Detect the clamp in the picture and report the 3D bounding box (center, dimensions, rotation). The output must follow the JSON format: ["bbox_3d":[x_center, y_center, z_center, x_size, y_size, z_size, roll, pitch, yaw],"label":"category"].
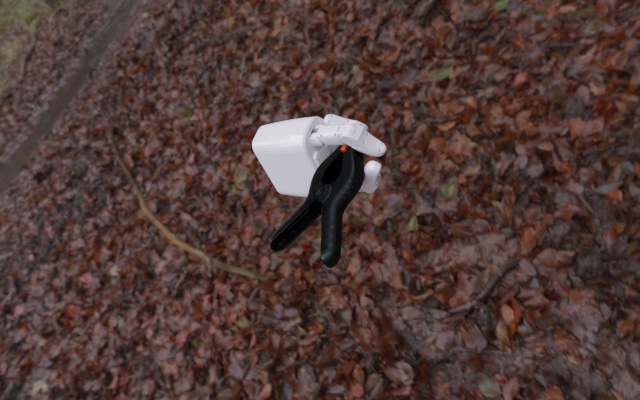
[{"bbox_3d":[0.000,0.002,0.602,0.120,0.171,0.039,1,-31,40],"label":"clamp"}]
